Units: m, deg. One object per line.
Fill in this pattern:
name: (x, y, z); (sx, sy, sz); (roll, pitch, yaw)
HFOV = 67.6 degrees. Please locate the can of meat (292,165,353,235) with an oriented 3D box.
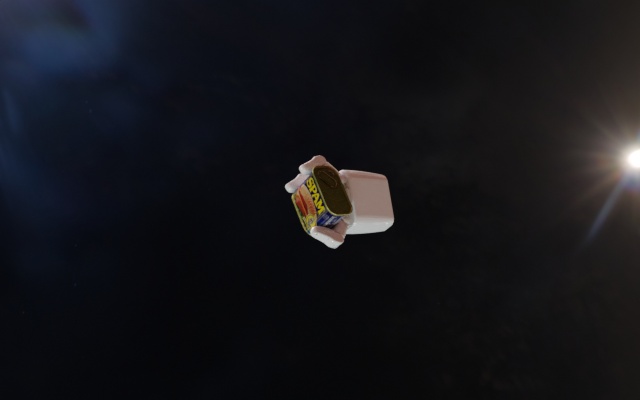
can of meat: (0.000, 0.003, 0.852); (0.057, 0.102, 0.084); (-2, -31, -39)
